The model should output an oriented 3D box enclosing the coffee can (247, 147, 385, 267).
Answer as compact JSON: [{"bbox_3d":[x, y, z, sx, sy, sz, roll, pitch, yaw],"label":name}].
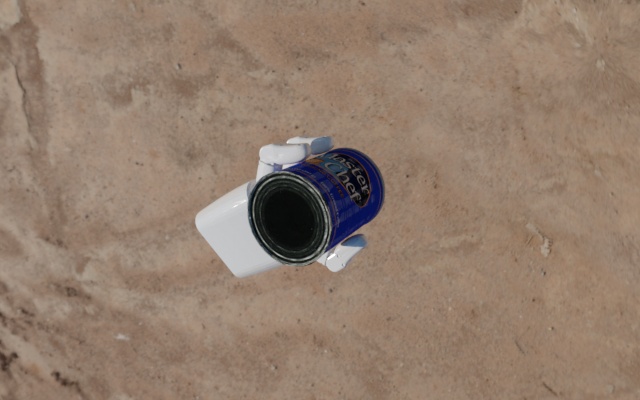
[{"bbox_3d":[0.000,0.002,0.543,0.103,0.103,0.140,0,15,30],"label":"coffee can"}]
